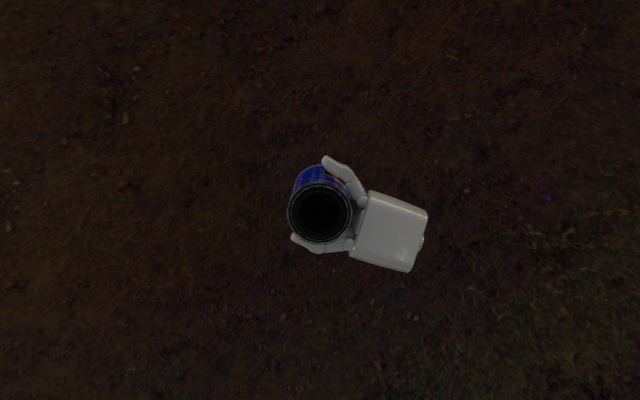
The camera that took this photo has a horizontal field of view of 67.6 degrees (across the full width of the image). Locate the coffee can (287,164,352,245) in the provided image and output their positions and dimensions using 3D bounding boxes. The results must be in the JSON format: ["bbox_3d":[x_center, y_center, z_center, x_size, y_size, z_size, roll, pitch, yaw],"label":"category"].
[{"bbox_3d":[0.000,0.002,0.803,0.103,0.103,0.140,0,15,2],"label":"coffee can"}]
